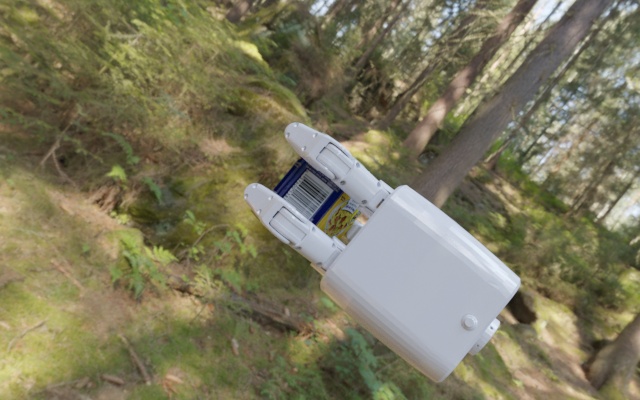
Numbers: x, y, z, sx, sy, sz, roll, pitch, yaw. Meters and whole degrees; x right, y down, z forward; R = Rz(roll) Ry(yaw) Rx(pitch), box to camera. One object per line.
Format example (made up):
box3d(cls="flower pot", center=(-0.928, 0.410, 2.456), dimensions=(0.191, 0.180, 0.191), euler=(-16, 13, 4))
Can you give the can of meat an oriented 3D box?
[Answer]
box3d(cls="can of meat", center=(0.000, 0.001, 0.402), dimensions=(0.057, 0.084, 0.102), euler=(39, -2, 19))
